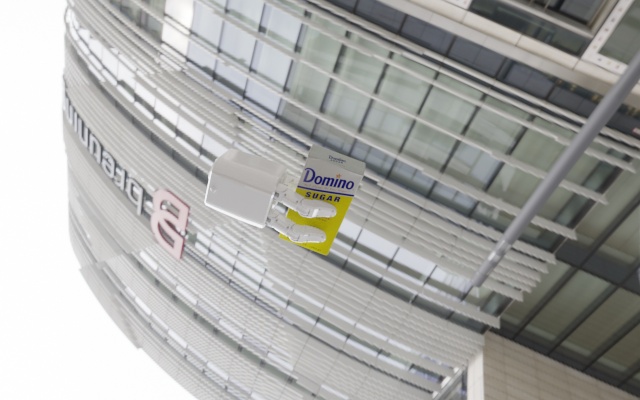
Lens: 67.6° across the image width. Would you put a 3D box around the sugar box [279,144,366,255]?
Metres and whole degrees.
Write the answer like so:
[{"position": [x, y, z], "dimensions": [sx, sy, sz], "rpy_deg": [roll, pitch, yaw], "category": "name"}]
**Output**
[{"position": [0.000, 0.003, 0.788], "dimensions": [0.093, 0.176, 0.048], "rpy_deg": [20, 36, -2], "category": "sugar box"}]
